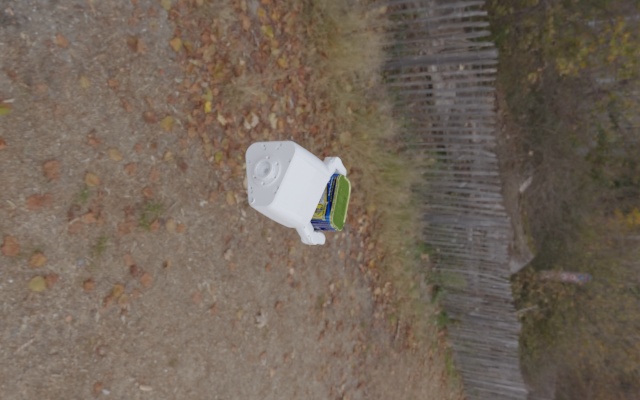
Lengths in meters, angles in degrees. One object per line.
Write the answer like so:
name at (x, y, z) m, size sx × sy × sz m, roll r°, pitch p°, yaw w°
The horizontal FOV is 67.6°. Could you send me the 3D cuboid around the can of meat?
can of meat at (0.000, 0.003, 0.828) m, size 0.084 × 0.102 × 0.057 m, roll 1°, pitch -20°, yaw 28°
